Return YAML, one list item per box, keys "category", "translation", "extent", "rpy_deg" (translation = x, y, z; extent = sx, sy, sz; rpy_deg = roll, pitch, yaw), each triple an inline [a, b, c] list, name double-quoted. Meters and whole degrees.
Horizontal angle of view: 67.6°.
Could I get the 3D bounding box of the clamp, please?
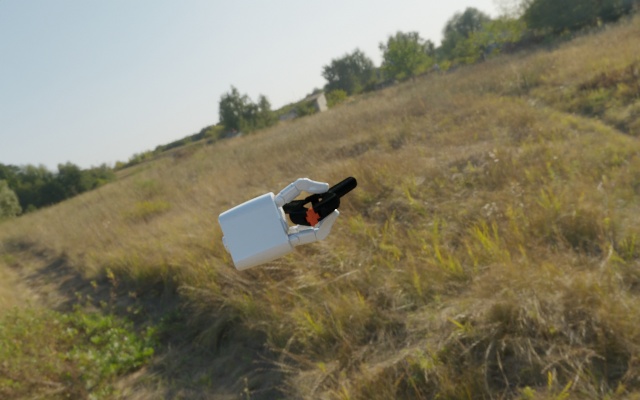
- category: "clamp"
  translation: [0.000, 0.002, 0.875]
  extent: [0.164, 0.036, 0.210]
  rpy_deg: [-23, 10, 0]
